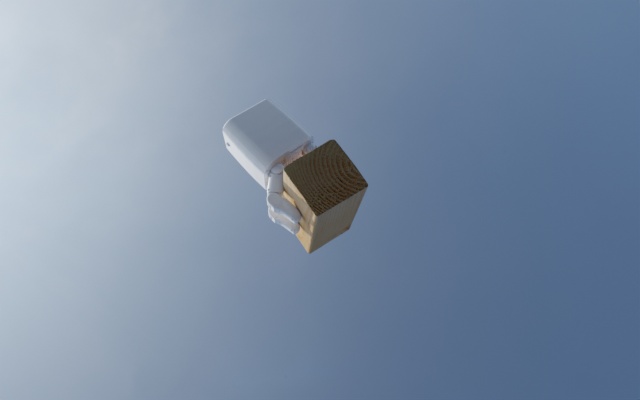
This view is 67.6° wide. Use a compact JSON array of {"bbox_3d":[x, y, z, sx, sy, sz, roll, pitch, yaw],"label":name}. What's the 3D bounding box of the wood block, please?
[{"bbox_3d":[0.000,0.002,0.761,0.091,0.090,0.206,-32,-15,-14],"label":"wood block"}]
